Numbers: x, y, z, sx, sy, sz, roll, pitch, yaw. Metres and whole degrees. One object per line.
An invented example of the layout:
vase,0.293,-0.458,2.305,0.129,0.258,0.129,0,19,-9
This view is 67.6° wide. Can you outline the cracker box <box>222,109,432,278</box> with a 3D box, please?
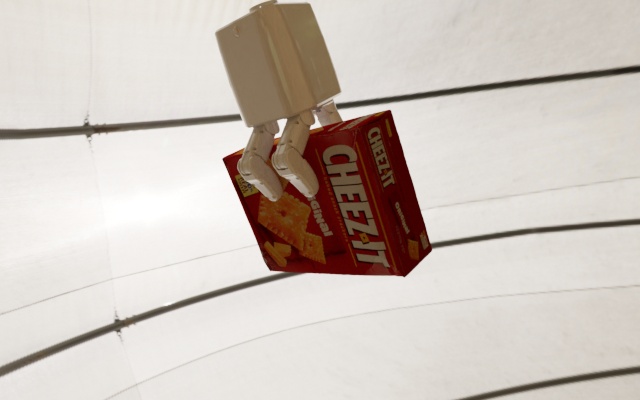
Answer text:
cracker box,0.000,0.002,0.550,0.214,0.164,0.072,-5,21,43
